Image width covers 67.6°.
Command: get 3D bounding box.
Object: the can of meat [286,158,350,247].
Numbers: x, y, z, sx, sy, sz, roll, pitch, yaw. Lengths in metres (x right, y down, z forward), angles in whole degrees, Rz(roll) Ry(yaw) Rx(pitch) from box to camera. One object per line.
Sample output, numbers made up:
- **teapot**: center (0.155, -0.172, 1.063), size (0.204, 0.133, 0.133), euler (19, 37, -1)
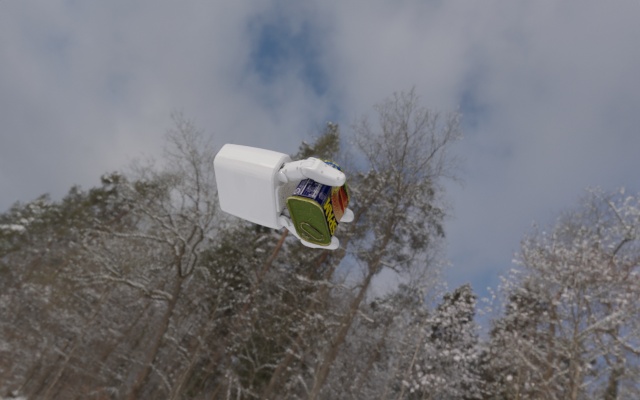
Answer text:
- **can of meat**: center (0.000, 0.002, 0.695), size (0.057, 0.084, 0.102), euler (12, -37, 24)
